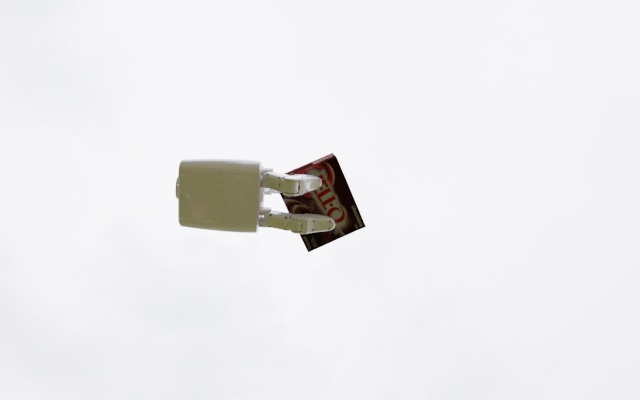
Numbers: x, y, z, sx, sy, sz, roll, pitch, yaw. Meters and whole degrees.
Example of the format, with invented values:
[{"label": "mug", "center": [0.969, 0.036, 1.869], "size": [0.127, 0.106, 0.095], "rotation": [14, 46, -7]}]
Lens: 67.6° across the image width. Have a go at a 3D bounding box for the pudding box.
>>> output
[{"label": "pudding box", "center": [0.000, 0.002, 0.661], "size": [0.090, 0.113, 0.039], "rotation": [-24, 18, 2]}]
